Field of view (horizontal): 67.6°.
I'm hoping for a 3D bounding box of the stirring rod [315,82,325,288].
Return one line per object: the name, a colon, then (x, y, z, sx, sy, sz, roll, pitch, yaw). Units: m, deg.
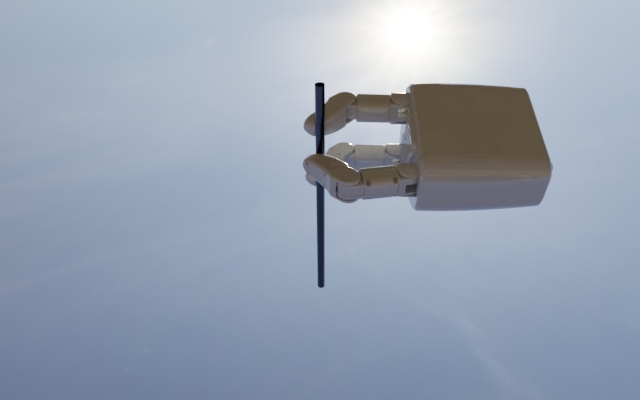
stirring rod: (0.000, 0.001, 0.450, 0.011, 0.240, 0.011, 0, 40, 0)
